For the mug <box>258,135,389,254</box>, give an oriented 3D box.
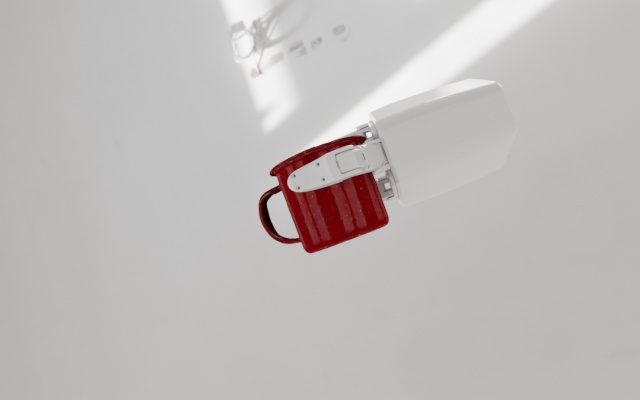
[{"bbox_3d":[-0.001,0.002,0.431,0.117,0.081,0.093,-21,-4,8],"label":"mug"}]
